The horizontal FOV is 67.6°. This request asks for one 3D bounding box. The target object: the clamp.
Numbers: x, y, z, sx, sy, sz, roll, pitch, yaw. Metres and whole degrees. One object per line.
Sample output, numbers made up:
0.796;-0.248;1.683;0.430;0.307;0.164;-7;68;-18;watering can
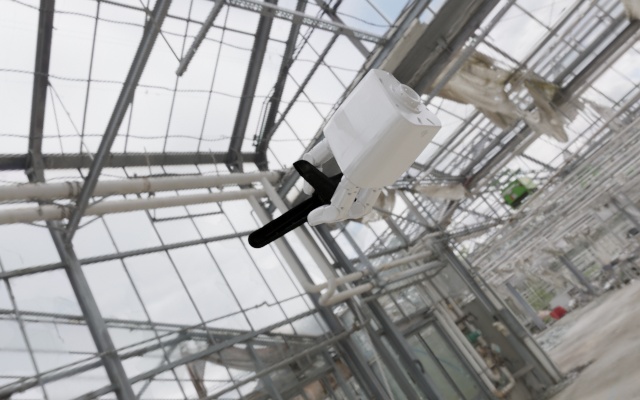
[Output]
0.000;0.001;0.678;0.210;0.036;0.165;-7;-35;-49;clamp
